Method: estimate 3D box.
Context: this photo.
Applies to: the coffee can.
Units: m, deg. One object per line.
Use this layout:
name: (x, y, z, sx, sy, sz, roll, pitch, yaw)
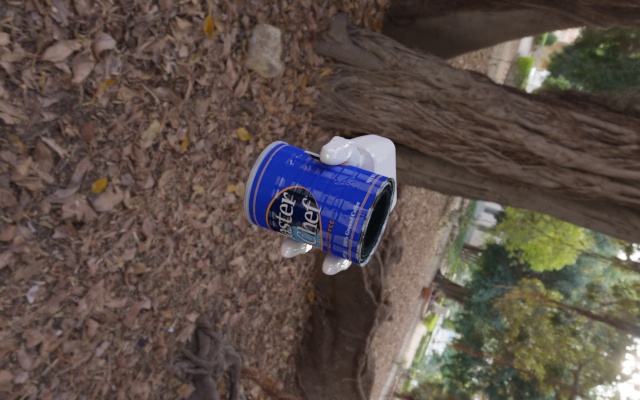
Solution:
coffee can: (0.000, 0.002, 0.537, 0.140, 0.103, 0.103, 20, 6, 18)
